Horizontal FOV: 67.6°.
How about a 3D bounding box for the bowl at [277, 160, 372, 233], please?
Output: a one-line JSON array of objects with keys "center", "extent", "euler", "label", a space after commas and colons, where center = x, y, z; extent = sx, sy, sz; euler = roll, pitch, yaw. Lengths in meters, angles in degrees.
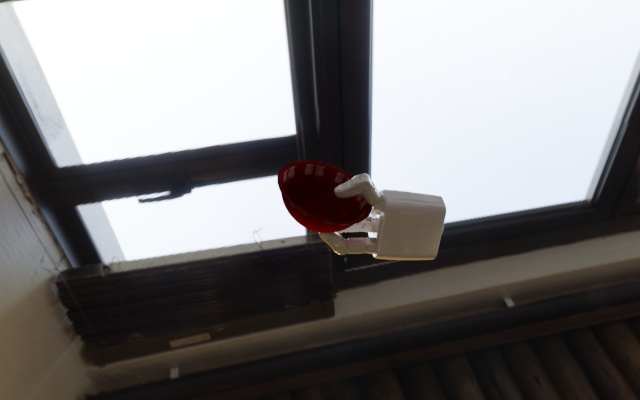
[{"center": [-0.001, 0.002, 0.784], "extent": [0.162, 0.055, 0.162], "euler": [15, 36, -11], "label": "bowl"}]
